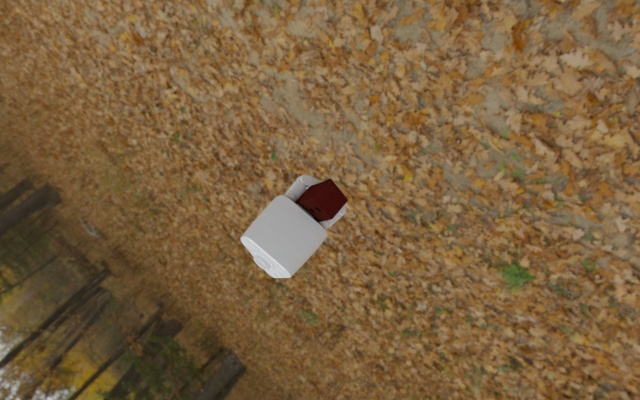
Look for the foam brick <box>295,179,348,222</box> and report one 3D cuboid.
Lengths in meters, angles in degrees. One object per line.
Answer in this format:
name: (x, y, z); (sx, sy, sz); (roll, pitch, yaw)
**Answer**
foam brick: (0.000, 0.003, 0.845); (0.051, 0.053, 0.078); (-48, 14, -26)
